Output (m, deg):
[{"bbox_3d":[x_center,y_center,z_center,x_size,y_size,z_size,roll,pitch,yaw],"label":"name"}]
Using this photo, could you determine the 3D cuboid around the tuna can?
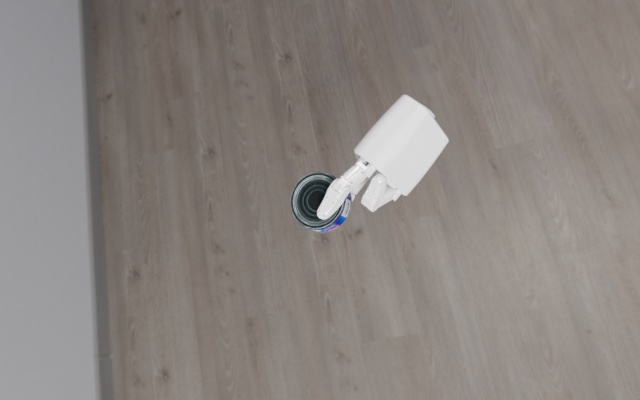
[{"bbox_3d":[0.000,0.002,0.692,0.086,0.086,0.034,0,-9,21],"label":"tuna can"}]
